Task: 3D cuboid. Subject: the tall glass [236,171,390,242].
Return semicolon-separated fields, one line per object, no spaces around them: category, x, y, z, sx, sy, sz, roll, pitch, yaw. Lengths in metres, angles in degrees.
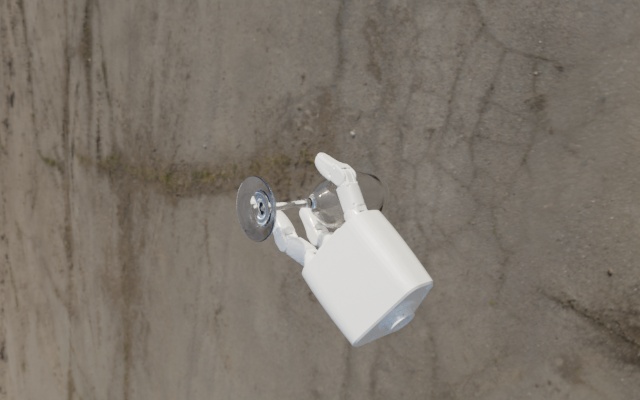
tall glass;0.000;0.002;0.597;0.201;0.079;0.079;-6;4;-43
